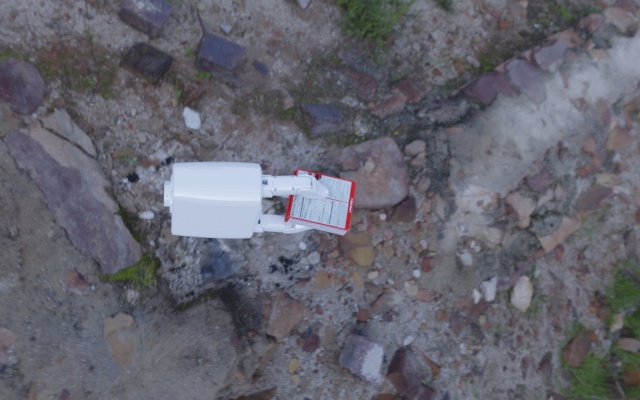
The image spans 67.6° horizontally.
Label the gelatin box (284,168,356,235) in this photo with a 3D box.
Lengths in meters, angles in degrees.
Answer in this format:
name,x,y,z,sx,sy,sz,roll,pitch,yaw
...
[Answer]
name,x,y,z,sx,sy,sz,roll,pitch,yaw
gelatin box,0.001,0.002,0.657,0.089,0.073,0.030,13,-21,-8
